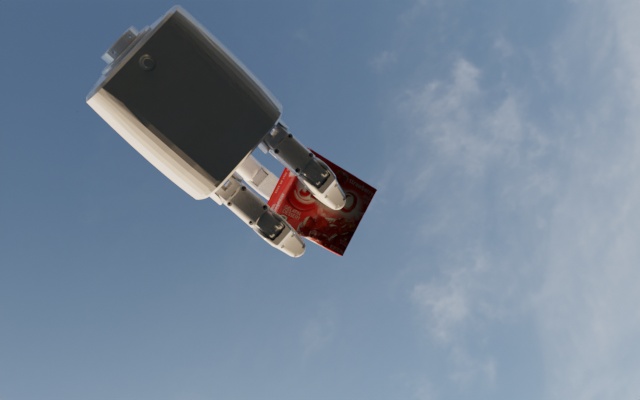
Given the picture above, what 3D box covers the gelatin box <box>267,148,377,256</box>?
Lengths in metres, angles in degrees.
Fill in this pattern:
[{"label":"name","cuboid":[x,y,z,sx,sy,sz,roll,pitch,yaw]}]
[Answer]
[{"label":"gelatin box","cuboid":[0.000,0.001,0.441,0.089,0.073,0.030,29,-3,-34]}]
